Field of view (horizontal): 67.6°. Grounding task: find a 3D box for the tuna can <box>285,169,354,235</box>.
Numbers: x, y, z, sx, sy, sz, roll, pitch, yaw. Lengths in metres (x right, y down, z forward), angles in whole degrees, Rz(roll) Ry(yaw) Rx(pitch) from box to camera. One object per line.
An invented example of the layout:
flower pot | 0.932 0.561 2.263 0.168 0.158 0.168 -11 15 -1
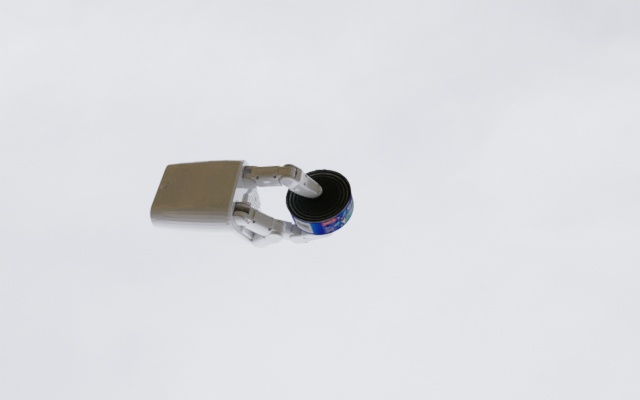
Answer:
tuna can | 0.000 0.002 0.619 0.086 0.086 0.034 0 -37 15
